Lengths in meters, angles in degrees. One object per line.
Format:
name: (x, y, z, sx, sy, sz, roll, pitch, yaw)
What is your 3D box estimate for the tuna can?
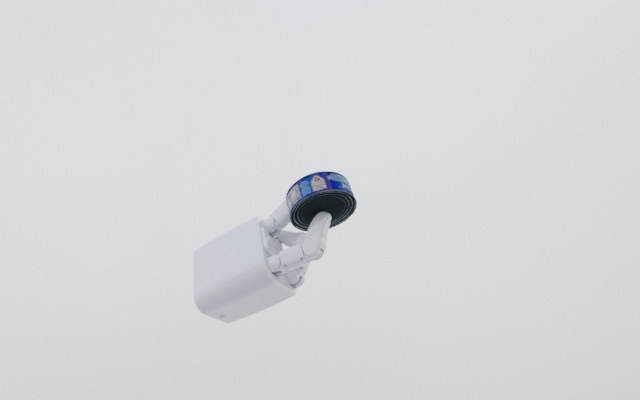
tuna can: (0.000, 0.001, 0.601, 0.086, 0.033, 0.086, -12, -34, -8)
